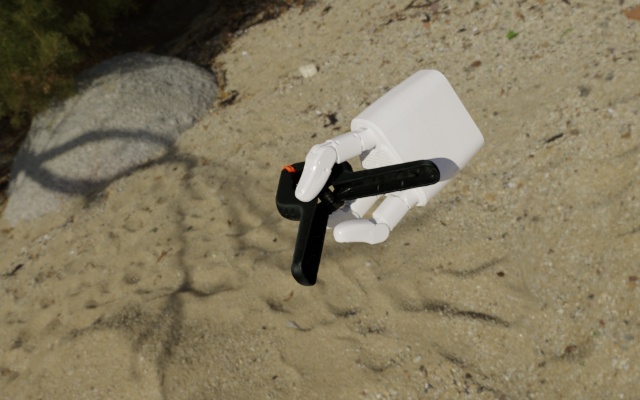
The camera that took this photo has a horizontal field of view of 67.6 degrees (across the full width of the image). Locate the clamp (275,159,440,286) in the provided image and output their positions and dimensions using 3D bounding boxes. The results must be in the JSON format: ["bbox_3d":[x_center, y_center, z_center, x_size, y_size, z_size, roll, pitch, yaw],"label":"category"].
[{"bbox_3d":[0.000,0.001,0.497,0.164,0.036,0.210,-41,29,-17],"label":"clamp"}]
